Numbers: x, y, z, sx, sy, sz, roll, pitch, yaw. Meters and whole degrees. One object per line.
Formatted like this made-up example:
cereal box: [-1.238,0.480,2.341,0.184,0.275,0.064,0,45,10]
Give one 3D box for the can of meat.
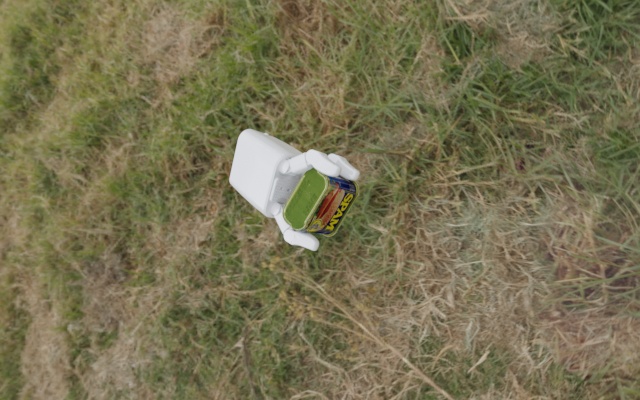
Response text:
can of meat: [0.000,0.002,0.734,0.057,0.102,0.084,40,16,33]
